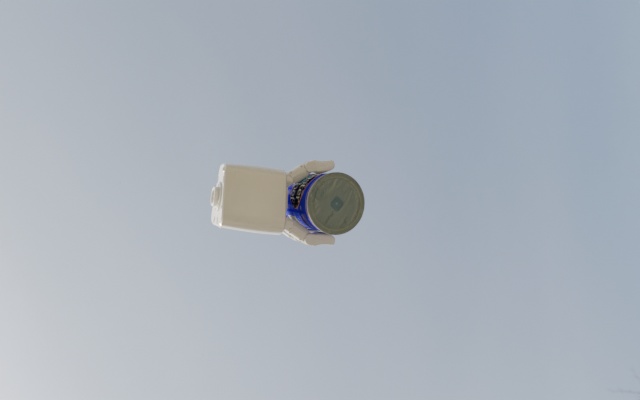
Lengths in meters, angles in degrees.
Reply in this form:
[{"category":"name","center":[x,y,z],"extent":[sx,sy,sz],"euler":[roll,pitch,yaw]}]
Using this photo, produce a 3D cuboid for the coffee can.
[{"category":"coffee can","center":[0.000,0.003,0.839],"extent":[0.103,0.103,0.140],"euler":[0,2,-23]}]
